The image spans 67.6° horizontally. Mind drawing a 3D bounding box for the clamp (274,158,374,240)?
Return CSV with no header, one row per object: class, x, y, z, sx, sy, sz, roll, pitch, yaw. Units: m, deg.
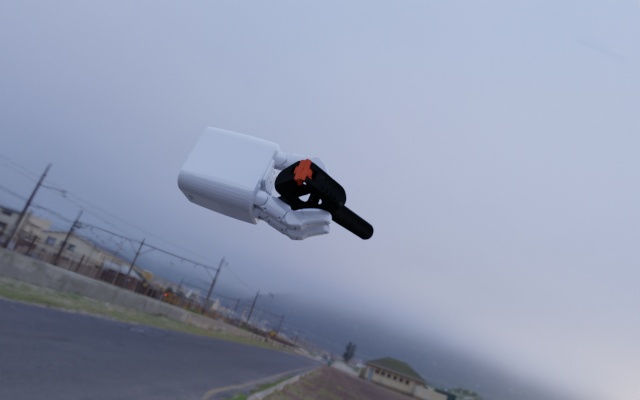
clamp,0.000,0.001,0.641,0.164,0.036,0.210,16,-17,5
